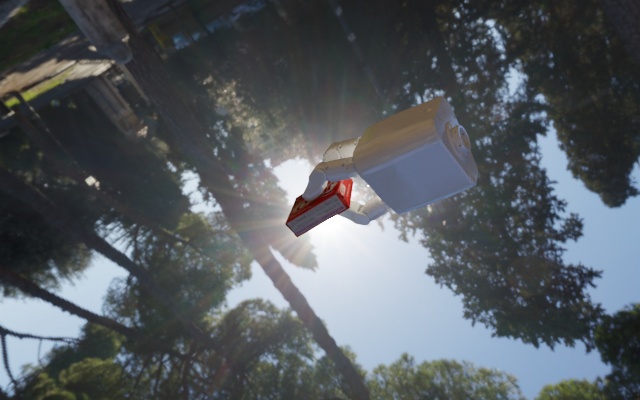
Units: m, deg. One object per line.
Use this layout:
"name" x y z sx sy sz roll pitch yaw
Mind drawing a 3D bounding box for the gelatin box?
"gelatin box" 0.000 0.003 0.643 0.089 0.030 0.073 -31 19 23
